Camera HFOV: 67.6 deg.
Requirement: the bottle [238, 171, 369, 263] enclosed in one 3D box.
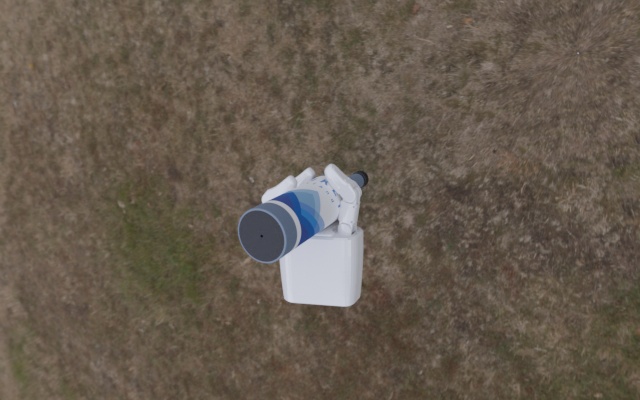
[{"bbox_3d":[0.000,0.002,0.666,0.069,0.069,0.295,0,15,28],"label":"bottle"}]
